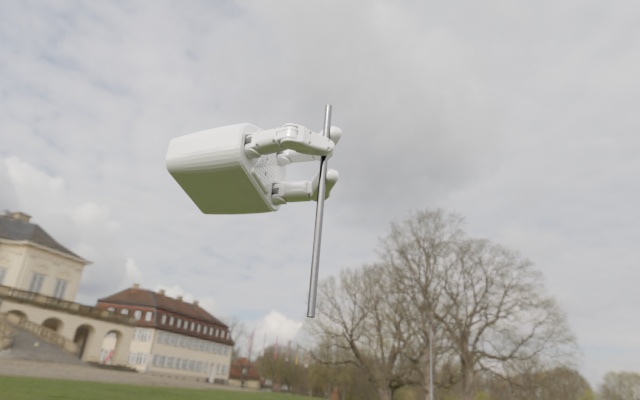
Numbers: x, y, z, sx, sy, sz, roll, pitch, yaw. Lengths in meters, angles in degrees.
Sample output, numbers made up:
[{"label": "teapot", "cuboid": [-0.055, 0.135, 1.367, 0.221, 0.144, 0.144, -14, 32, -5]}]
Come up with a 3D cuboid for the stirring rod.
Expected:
[{"label": "stirring rod", "cuboid": [0.000, 0.002, 0.505, 0.011, 0.239, 0.011, 4, -23, 2]}]
